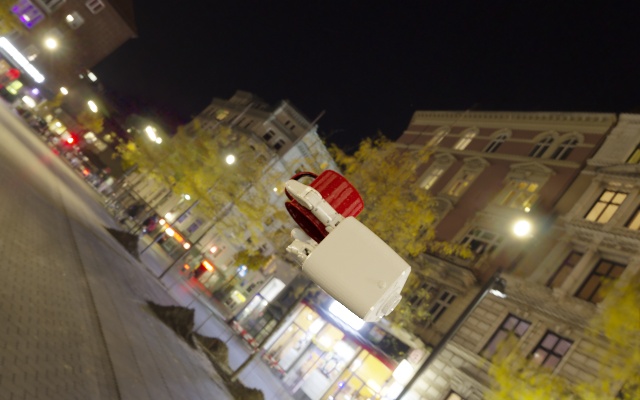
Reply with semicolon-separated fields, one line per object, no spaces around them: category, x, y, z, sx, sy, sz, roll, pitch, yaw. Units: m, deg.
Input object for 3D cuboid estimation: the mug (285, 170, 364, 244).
mug;-0.001;0.001;0.701;0.117;0.081;0.093;40;-15;20
